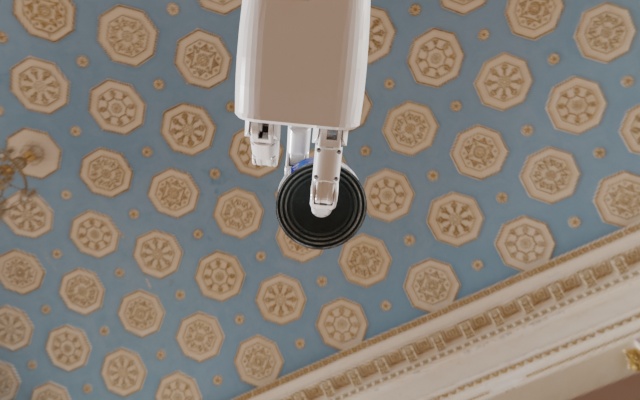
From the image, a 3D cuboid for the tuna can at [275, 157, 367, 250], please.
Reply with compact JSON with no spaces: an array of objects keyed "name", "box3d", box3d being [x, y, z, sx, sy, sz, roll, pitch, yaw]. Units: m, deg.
[{"name":"tuna can","box3d":[0.000,0.001,0.460,0.086,0.086,0.033,0,18,-3]}]
